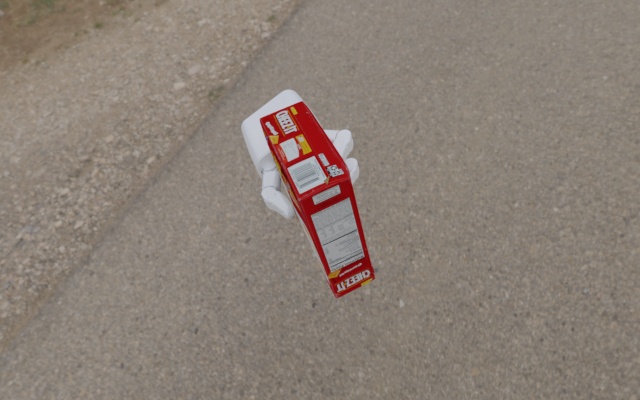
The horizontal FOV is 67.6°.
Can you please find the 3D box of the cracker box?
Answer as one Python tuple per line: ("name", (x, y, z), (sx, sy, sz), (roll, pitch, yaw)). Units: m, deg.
("cracker box", (0.000, 0.002, 0.636), (0.072, 0.164, 0.214), (-24, -43, -5))
